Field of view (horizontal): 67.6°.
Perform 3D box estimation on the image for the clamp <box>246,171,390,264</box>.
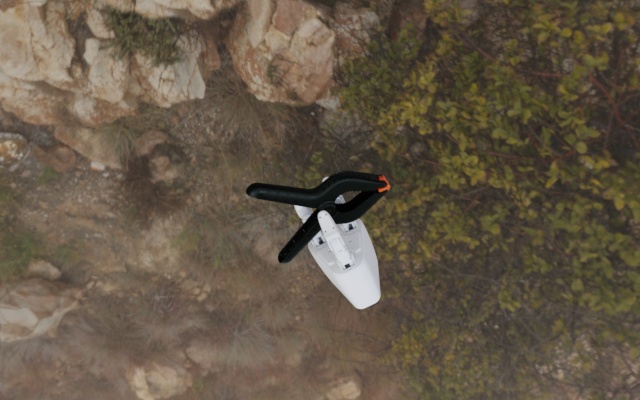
[{"bbox_3d":[0.001,0.003,0.719,0.210,0.165,0.036,-26,42,3],"label":"clamp"}]
